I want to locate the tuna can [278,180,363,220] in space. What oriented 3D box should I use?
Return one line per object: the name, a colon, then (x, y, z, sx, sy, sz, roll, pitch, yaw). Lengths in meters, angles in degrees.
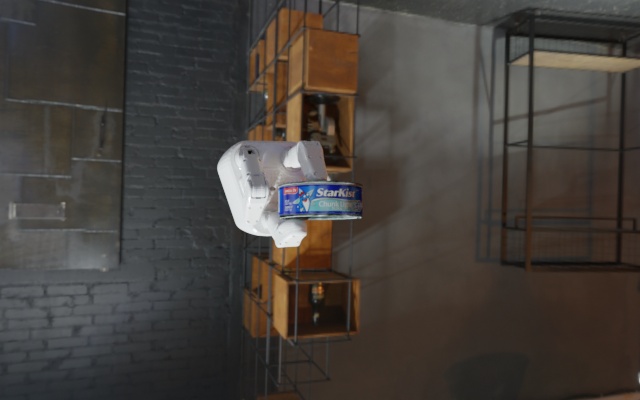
tuna can: (0.000, 0.002, 0.482, 0.086, 0.033, 0.086, 0, -5, 0)
